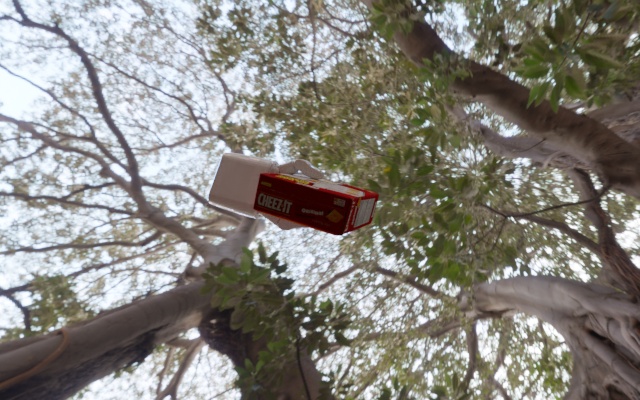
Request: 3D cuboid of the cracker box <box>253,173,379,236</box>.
[{"bbox_3d":[0.000,0.003,0.861,0.164,0.072,0.213,15,7,17],"label":"cracker box"}]
